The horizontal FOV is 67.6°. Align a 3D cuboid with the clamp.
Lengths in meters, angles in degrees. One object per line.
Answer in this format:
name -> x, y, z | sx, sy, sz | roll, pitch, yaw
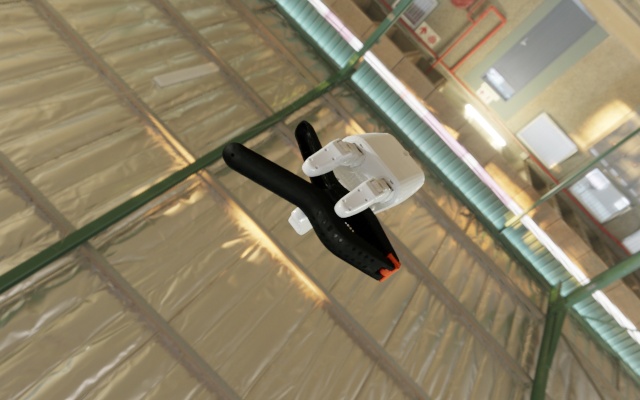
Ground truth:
clamp -> 0.000, 0.003, 0.504 | 0.036, 0.210, 0.164 | -45, -12, 31
